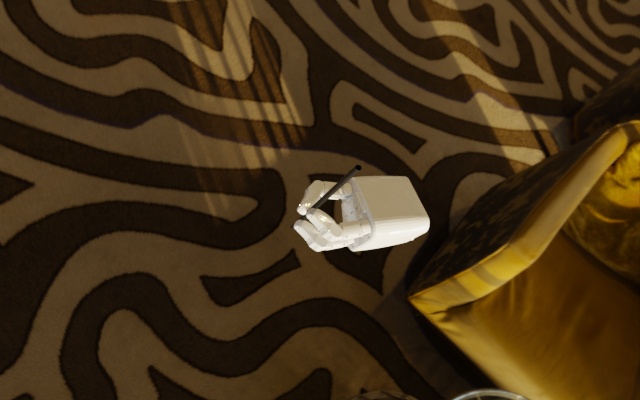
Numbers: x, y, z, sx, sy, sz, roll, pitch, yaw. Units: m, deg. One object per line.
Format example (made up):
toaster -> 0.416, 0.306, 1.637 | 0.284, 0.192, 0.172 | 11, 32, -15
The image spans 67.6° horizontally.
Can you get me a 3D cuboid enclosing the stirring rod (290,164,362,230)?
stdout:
stirring rod -> 0.000, 0.002, 0.671 | 0.011, 0.011, 0.240 | 0, -20, -24
